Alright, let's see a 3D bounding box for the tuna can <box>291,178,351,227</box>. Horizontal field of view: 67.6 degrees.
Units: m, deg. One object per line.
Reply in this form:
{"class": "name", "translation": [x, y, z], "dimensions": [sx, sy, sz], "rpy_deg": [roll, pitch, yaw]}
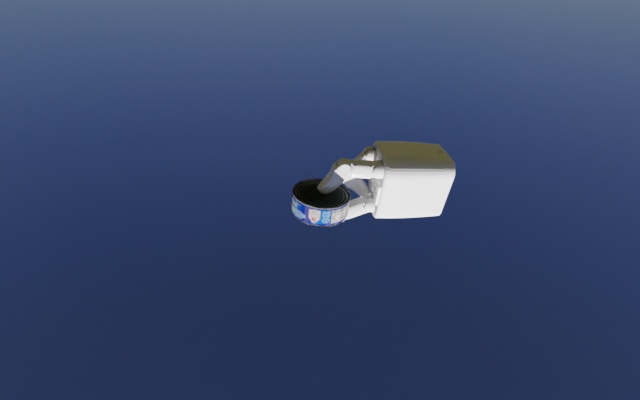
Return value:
{"class": "tuna can", "translation": [0.000, 0.003, 0.702], "dimensions": [0.086, 0.034, 0.086], "rpy_deg": [5, 31, -3]}
